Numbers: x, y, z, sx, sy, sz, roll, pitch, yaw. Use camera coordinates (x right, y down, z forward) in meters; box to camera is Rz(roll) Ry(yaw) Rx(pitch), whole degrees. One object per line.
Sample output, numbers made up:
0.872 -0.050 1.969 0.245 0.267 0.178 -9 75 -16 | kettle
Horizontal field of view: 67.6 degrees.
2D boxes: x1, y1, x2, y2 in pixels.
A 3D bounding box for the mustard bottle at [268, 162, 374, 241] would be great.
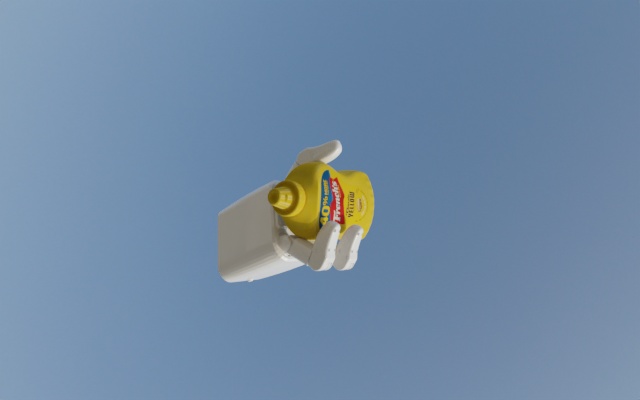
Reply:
0.001 0.002 0.597 0.058 0.096 0.191 3 -2 33 | mustard bottle
